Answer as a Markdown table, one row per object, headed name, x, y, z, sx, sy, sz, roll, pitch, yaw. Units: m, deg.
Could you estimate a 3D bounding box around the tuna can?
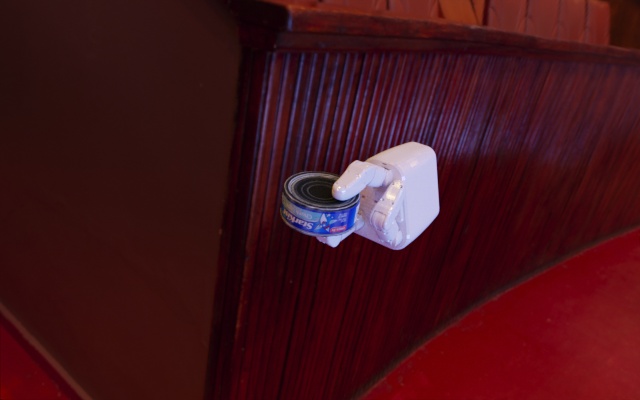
| name | x | y | z | sx | sy | sz | roll | pitch | yaw |
| --- | --- | --- | --- | --- | --- | --- | --- | --- | --- |
| tuna can | 0.000 | 0.001 | 0.520 | 0.086 | 0.034 | 0.086 | 6 | 30 | -4 |
